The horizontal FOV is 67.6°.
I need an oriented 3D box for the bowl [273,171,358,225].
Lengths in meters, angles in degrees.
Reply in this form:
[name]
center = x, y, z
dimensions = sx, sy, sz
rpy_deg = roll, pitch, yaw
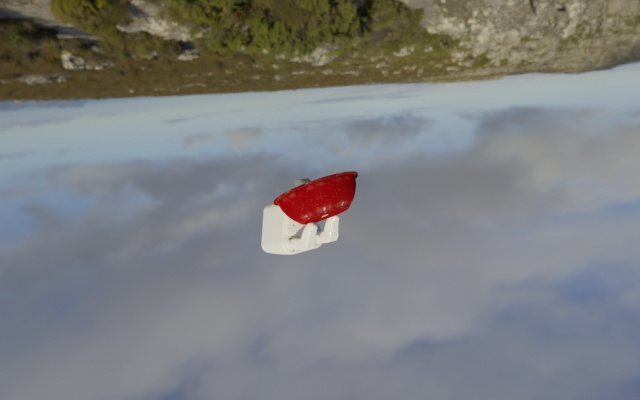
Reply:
[bowl]
center = 0.001, 0.003, 0.854
dimensions = 0.162, 0.055, 0.162
rpy_deg = -19, -9, -3
